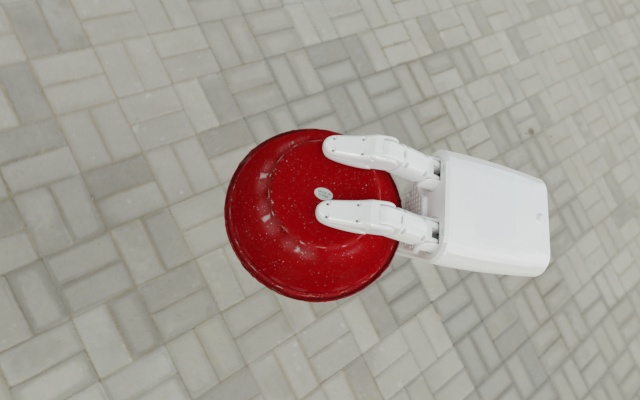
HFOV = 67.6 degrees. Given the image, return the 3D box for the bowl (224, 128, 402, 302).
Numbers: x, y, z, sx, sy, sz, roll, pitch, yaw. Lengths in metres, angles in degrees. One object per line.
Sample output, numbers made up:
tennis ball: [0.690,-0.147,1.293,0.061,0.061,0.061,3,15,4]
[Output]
bowl: [-0.001,0.001,0.402,0.162,0.162,0.055,0,-18,-9]
